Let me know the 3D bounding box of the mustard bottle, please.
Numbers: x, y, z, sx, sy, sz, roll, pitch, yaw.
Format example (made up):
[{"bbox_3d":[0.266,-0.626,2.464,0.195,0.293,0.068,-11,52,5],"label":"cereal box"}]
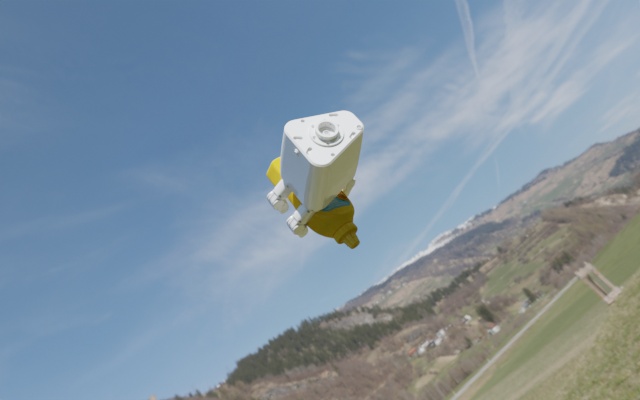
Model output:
[{"bbox_3d":[0.000,0.003,0.785,0.096,0.191,0.058,-14,-35,-45],"label":"mustard bottle"}]
